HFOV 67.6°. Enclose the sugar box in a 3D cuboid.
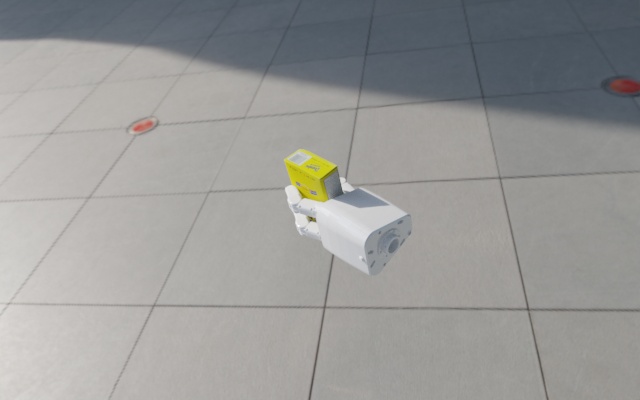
[{"bbox_3d":[0.000,0.003,0.822,0.048,0.176,0.093,-37,45,-25],"label":"sugar box"}]
